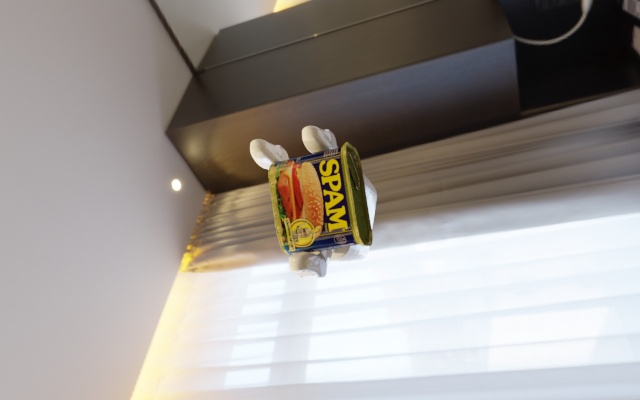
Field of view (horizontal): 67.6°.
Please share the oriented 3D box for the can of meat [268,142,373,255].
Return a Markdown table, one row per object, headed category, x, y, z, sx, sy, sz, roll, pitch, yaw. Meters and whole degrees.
| category | x | y | z | sx | sy | sz | roll | pitch | yaw |
| --- | --- | --- | --- | --- | --- | --- | --- | --- | --- |
| can of meat | 0.000 | 0.002 | 0.480 | 0.084 | 0.102 | 0.057 | -11 | -8 | 18 |
